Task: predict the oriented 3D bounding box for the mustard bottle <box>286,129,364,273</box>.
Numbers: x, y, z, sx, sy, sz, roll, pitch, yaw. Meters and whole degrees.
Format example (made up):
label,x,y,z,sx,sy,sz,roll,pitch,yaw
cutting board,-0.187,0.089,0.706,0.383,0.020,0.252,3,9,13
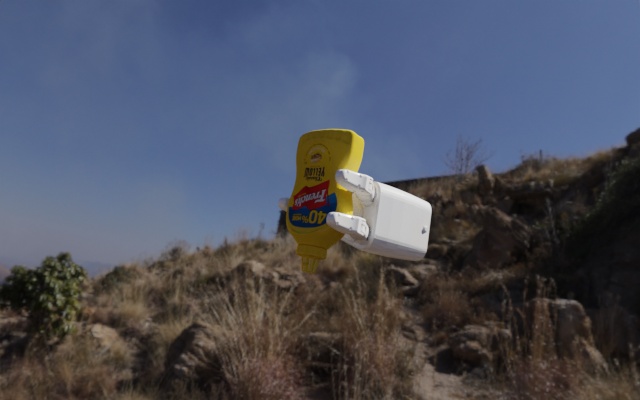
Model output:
label,x,y,z,sx,sy,sz,roll,pitch,yaw
mustard bottle,0.000,0.002,0.645,0.096,0.191,0.058,1,-15,35
